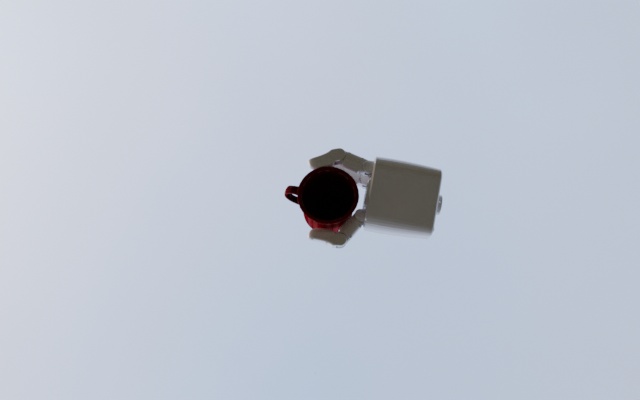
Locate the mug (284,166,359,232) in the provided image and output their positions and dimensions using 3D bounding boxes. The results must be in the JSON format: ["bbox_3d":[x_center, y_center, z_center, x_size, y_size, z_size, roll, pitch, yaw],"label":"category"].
[{"bbox_3d":[-0.001,0.002,0.754,0.117,0.093,0.081,11,-19,5],"label":"mug"}]
